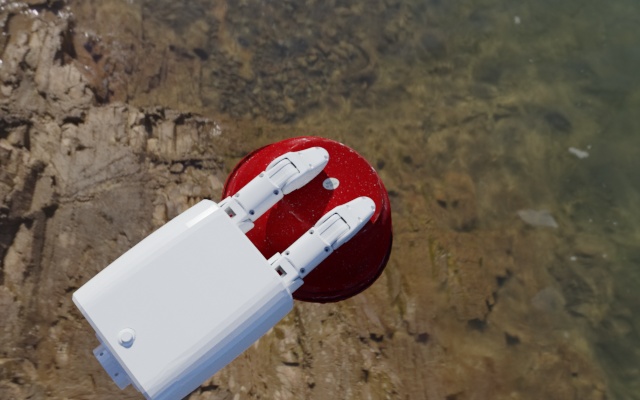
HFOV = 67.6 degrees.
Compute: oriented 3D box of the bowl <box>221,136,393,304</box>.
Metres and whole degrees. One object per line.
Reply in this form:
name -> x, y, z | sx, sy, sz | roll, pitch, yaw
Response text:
bowl -> 0.001, 0.000, 0.407 | 0.162, 0.162, 0.055 | 0, -29, -22
